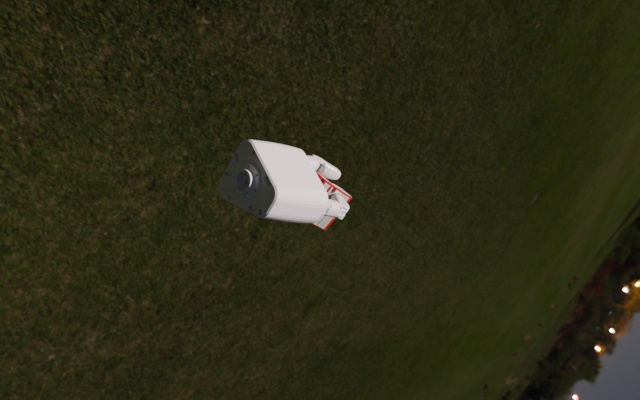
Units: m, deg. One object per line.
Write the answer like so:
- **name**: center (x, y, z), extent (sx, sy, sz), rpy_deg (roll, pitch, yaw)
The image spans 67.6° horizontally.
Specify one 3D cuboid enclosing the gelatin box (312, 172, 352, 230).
- **gelatin box**: center (0.001, 0.003, 0.774), extent (0.030, 0.073, 0.089), rpy_deg (44, 8, 37)
